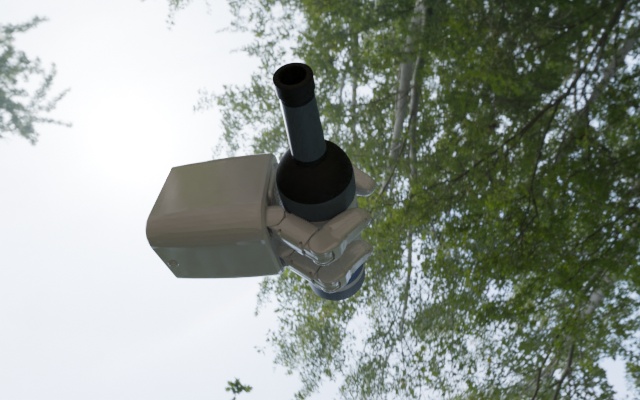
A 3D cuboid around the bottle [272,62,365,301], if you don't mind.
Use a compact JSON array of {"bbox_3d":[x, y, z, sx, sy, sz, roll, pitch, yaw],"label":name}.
[{"bbox_3d":[0.000,0.002,0.434,0.069,0.069,0.296,0,-35,9],"label":"bottle"}]
